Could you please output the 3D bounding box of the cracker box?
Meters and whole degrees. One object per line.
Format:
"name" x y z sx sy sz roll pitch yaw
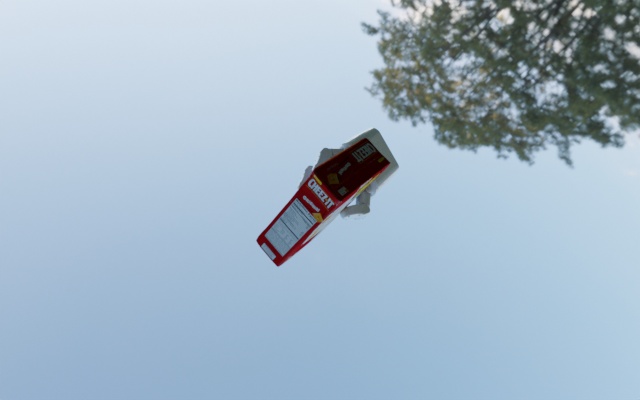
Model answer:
"cracker box" 0.000 0.003 0.818 0.164 0.072 0.214 -37 -8 -47
